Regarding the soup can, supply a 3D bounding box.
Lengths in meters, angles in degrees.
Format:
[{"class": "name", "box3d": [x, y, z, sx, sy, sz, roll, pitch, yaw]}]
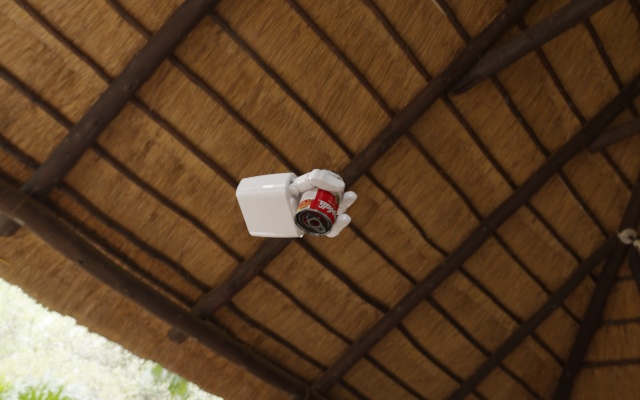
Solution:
[{"class": "soup can", "box3d": [0.001, 0.002, 0.835, 0.068, 0.102, 0.069, 11, -41, 10]}]
